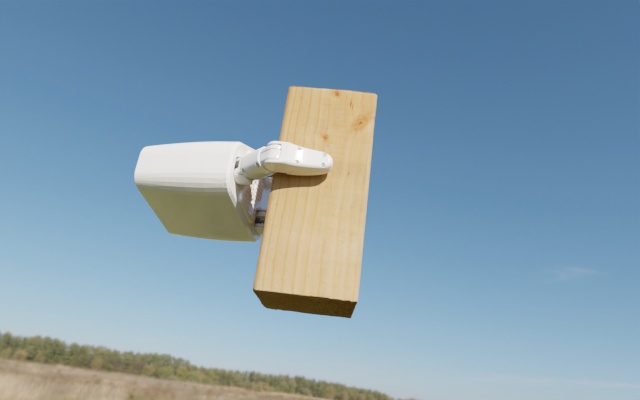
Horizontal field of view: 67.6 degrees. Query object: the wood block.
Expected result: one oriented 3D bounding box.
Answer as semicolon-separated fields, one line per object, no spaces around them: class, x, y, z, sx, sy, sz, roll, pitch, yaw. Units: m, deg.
wood block;0.000;0.001;0.472;0.090;0.206;0.091;6;-22;3
